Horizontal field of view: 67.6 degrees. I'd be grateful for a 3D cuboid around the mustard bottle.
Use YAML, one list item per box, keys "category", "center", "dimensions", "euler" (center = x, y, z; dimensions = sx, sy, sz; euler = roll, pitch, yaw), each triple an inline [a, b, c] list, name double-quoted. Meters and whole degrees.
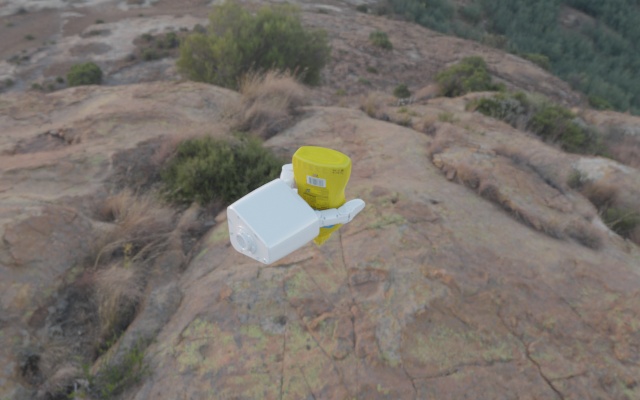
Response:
- category: "mustard bottle"
  center: [0.000, 0.002, 0.835]
  dimensions: [0.096, 0.192, 0.058]
  euler: [13, 39, 15]
